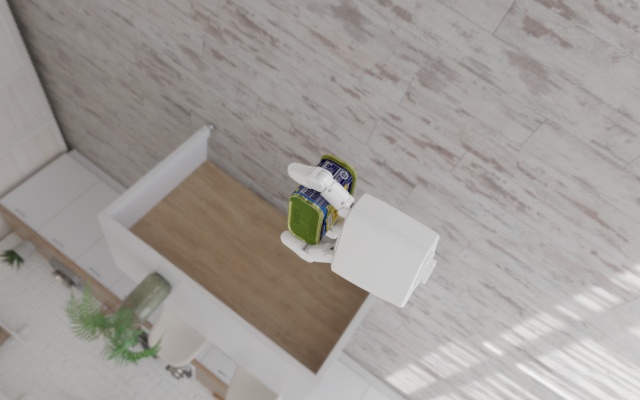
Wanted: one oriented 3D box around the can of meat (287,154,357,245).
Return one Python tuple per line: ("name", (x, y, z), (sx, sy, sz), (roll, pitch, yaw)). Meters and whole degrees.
("can of meat", (0.000, 0.002, 0.646), (0.057, 0.084, 0.102), (30, -33, 15))
